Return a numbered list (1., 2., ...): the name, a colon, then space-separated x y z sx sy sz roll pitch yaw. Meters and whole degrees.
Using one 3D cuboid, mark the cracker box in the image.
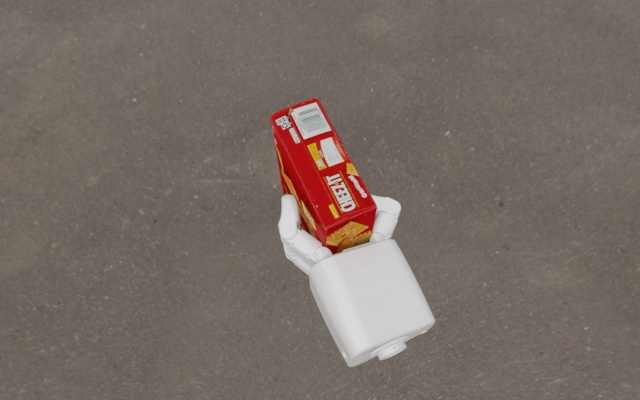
1. cracker box: 0.000 0.002 0.618 0.072 0.164 0.214 -22 -25 -10
